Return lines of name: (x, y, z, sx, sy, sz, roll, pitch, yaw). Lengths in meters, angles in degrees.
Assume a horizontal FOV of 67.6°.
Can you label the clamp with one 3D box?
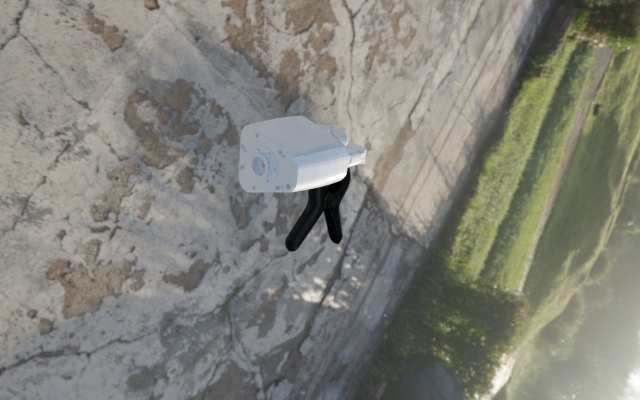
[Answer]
clamp: (0.001, 0.002, 0.732, 0.039, 0.171, 0.120, 21, 25, 34)
